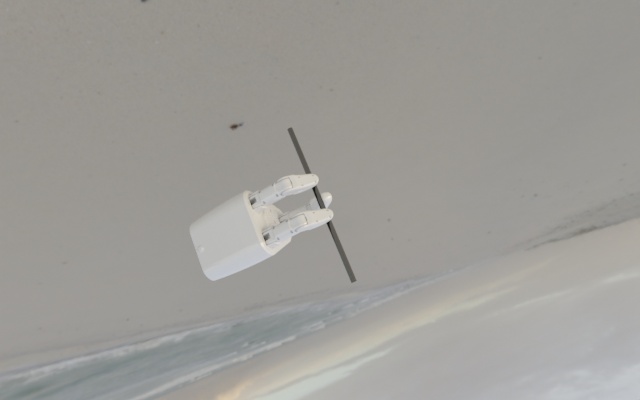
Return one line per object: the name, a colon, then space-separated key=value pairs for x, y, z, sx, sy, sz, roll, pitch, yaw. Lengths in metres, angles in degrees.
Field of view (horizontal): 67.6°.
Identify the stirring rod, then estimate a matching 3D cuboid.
stirring rod: x=0.000 y=0.002 z=0.673 sx=0.011 sy=0.239 sz=0.011 roll=-21 pitch=-14 yaw=-6
